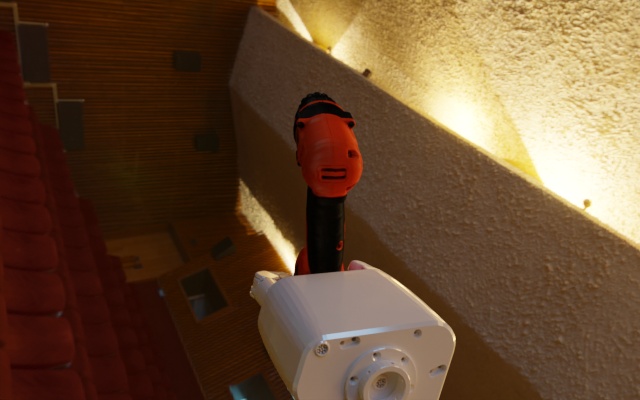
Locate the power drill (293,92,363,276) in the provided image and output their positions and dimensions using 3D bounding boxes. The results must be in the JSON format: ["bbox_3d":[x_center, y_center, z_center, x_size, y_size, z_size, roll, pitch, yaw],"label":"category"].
[{"bbox_3d":[0.000,0.002,0.452,0.057,0.188,0.184,-2,26,-2],"label":"power drill"}]
